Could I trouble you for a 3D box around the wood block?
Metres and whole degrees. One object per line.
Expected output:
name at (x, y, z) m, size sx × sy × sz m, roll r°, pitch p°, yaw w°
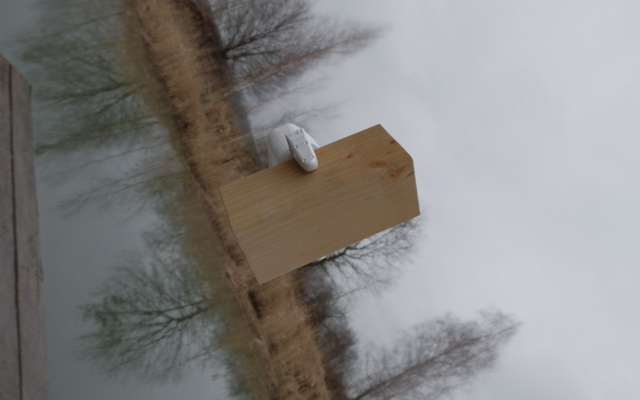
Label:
wood block at (0.000, 0.001, 0.558) m, size 0.206 × 0.091 × 0.090 m, roll -23°, pitch 41°, yaw -6°
